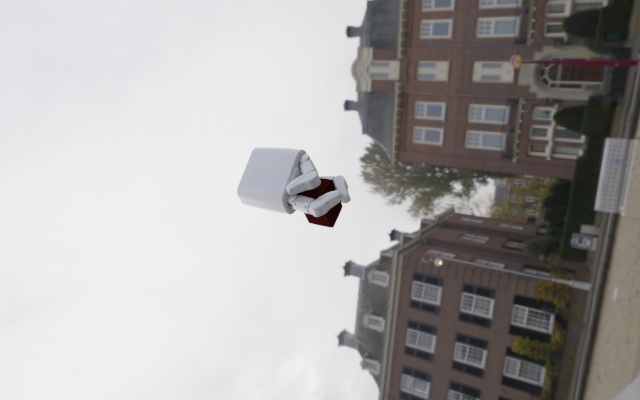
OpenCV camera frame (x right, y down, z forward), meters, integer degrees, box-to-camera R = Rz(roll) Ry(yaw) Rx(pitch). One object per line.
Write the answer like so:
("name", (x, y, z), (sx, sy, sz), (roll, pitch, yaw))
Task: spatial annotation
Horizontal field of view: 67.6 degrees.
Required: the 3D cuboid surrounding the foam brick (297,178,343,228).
("foam brick", (0.000, 0.003, 0.861), (0.051, 0.053, 0.078), (8, -38, 28))
